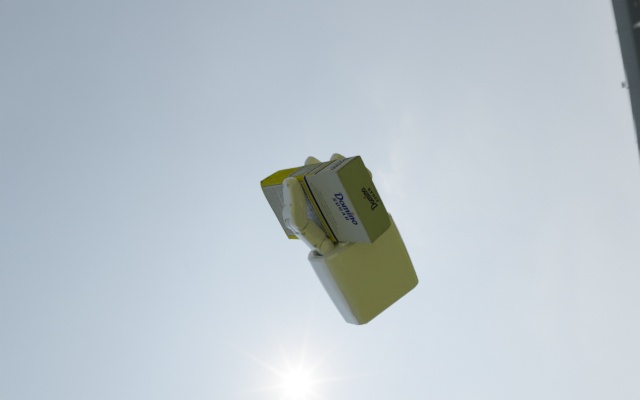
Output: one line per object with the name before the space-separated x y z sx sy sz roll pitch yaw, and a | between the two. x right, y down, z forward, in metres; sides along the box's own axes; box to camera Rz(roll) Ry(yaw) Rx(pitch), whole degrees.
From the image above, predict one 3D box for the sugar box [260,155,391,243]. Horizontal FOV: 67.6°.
sugar box | 0.000 0.002 0.587 0.048 0.093 0.176 -38 19 -33
